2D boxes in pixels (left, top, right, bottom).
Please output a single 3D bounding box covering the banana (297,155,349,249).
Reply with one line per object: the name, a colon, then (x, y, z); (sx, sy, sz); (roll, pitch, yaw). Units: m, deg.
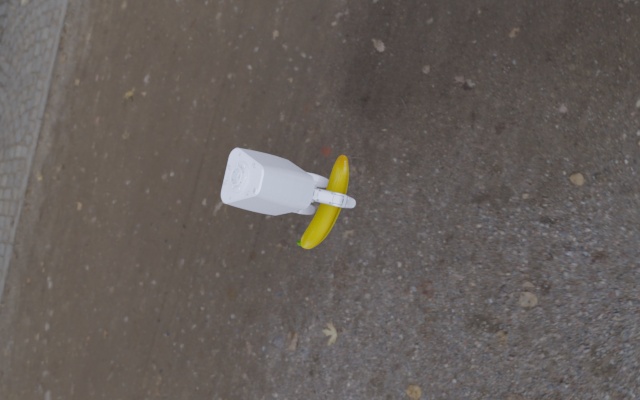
banana: (0.007, 0.015, 0.855); (0.037, 0.198, 0.069); (14, 23, -37)
